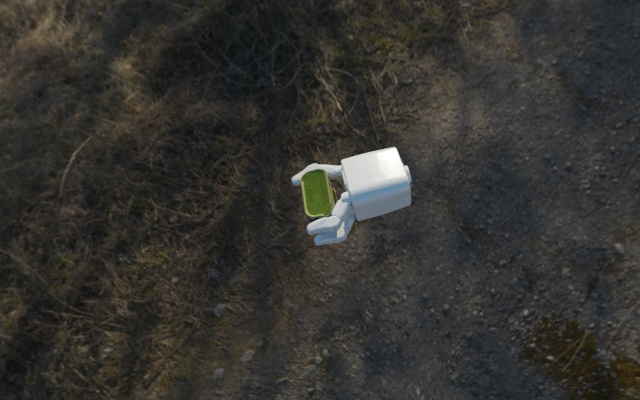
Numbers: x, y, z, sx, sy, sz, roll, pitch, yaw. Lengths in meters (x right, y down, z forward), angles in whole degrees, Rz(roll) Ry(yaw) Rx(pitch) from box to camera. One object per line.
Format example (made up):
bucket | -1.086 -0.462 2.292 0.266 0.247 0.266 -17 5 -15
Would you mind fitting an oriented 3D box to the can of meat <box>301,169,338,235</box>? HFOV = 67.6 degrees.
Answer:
can of meat | 0.000 0.003 0.885 0.057 0.102 0.084 -12 -26 6
